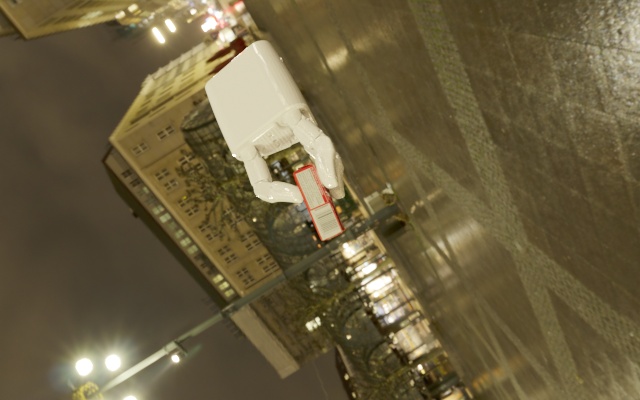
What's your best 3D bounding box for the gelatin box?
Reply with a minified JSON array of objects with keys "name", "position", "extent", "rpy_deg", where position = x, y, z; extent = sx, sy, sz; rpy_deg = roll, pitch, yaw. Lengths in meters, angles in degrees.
[{"name":"gelatin box","position":[0.000,0.002,0.581],"extent":[0.030,0.089,0.073],"rpy_deg":[-23,-3,4]}]
